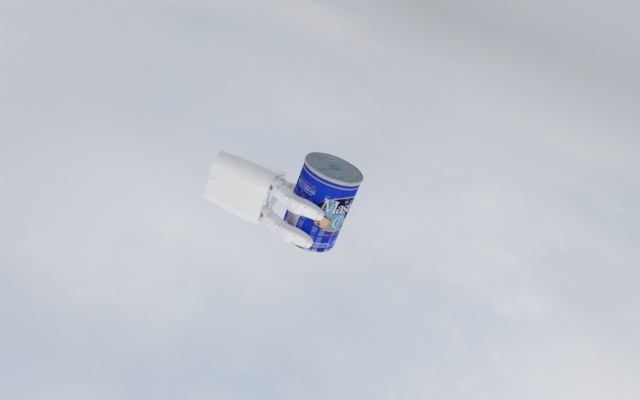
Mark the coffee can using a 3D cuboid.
[{"bbox_3d":[0.000,0.003,0.817,0.103,0.140,0.102,18,25,-9],"label":"coffee can"}]
